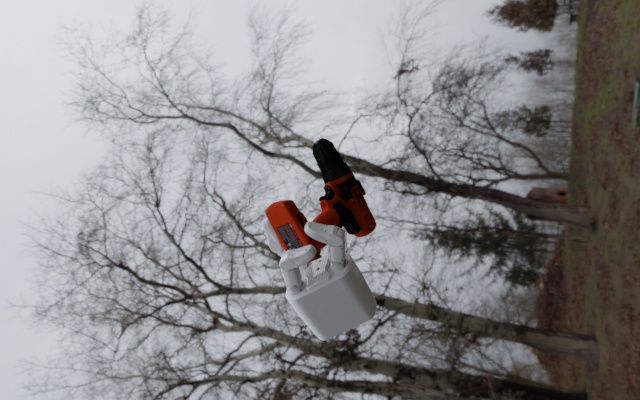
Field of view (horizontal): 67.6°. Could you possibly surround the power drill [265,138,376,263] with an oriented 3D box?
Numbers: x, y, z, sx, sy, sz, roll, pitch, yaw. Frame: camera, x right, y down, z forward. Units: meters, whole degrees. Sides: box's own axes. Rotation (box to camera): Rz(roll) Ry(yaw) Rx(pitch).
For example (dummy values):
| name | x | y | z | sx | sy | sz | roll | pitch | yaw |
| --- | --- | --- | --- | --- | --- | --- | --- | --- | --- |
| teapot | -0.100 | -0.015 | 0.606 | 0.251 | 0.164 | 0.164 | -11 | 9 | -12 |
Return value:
| name | x | y | z | sx | sy | sz | roll | pitch | yaw |
| --- | --- | --- | --- | --- | --- | --- | --- | --- | --- |
| power drill | 0.000 | 0.003 | 0.775 | 0.057 | 0.184 | 0.187 | -26 | 5 | 46 |
